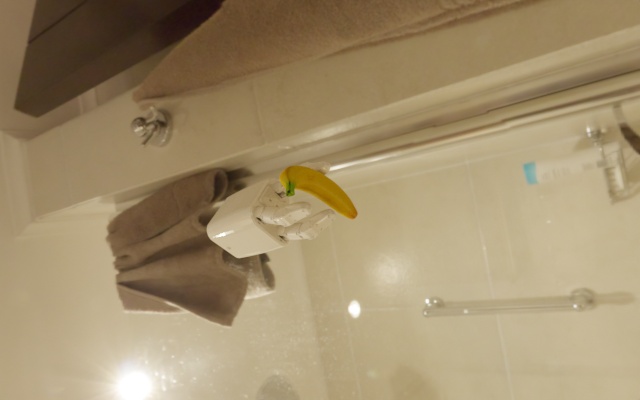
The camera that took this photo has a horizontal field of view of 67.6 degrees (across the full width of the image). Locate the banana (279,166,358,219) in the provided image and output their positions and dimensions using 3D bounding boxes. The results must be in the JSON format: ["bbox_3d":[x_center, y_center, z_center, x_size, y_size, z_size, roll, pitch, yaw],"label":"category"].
[{"bbox_3d":[-0.006,-0.015,0.737,0.037,0.069,0.198,-27,-24,27],"label":"banana"}]
